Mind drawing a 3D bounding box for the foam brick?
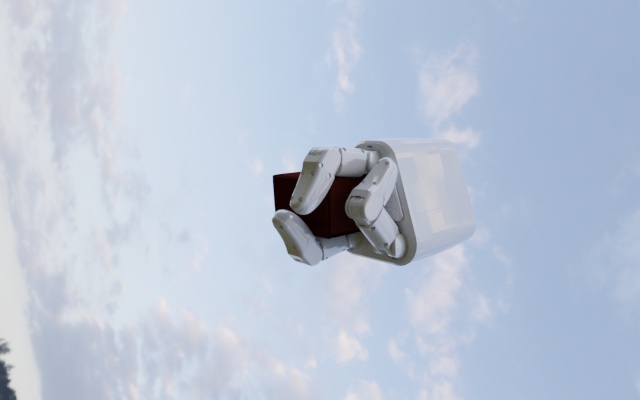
[{"bbox_3d":[0.000,0.001,0.439,0.051,0.053,0.078,-10,12,-41],"label":"foam brick"}]
